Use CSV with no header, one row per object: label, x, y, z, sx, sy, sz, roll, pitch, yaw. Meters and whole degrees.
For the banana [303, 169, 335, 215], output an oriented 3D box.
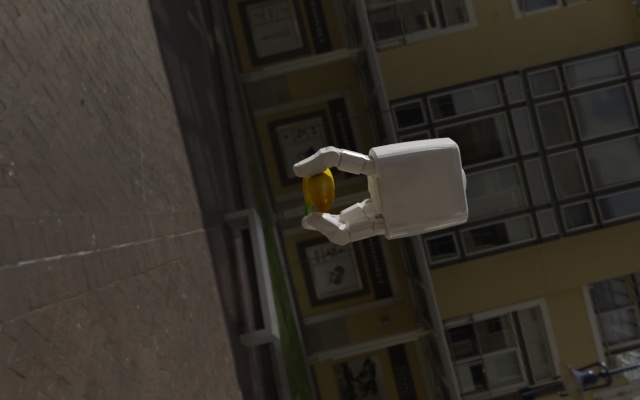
banana,-0.002,-0.016,0.653,0.037,0.069,0.198,-7,-2,-5
